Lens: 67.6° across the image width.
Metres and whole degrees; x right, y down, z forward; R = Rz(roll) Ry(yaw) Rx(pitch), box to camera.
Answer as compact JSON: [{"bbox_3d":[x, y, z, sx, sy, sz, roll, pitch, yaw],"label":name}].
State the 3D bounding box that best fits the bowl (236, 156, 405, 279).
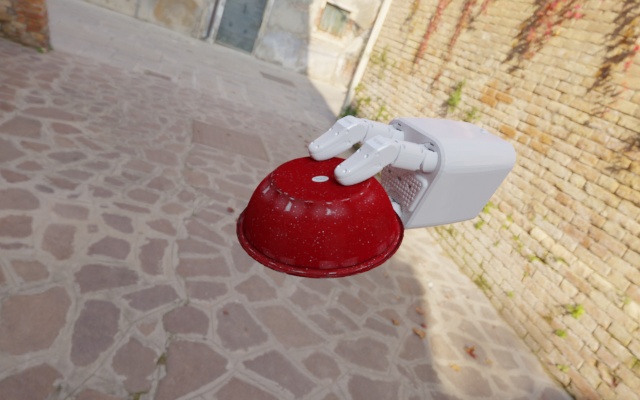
[{"bbox_3d":[-0.001,0.002,0.448,0.162,0.055,0.162,1,31,0],"label":"bowl"}]
